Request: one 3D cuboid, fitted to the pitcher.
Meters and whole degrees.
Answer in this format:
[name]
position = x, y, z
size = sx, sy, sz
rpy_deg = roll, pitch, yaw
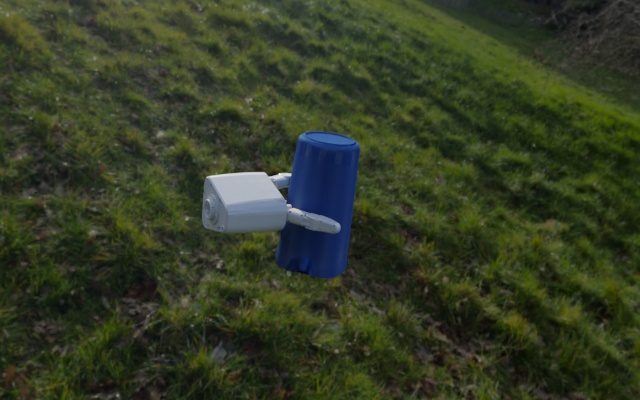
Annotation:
[pitcher]
position = 0.000, 0.003, 0.861
size = 0.145, 0.243, 0.149
rpy_deg = -4, 23, -33
